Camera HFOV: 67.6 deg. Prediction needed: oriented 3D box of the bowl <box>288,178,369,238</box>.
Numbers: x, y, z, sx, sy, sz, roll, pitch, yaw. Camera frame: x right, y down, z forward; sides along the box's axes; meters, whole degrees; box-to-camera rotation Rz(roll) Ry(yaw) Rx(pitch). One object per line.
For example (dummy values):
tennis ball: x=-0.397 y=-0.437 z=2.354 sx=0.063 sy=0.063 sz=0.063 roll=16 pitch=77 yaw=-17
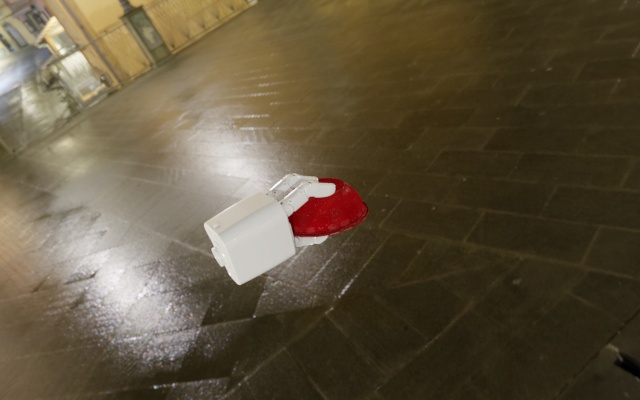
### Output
bowl: x=0.001 y=0.002 z=0.822 sx=0.162 sy=0.055 sz=0.162 roll=-8 pitch=22 yaw=3
